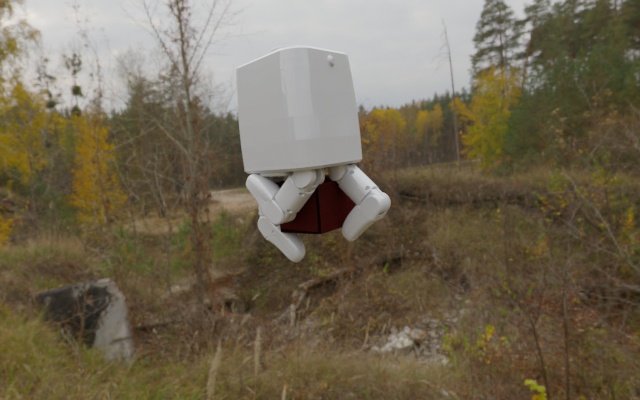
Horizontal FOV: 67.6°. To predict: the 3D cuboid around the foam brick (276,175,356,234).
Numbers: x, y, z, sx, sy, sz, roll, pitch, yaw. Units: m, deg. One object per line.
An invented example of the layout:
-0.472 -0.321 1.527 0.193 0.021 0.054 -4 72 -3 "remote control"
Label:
0.000 0.002 0.491 0.053 0.051 0.078 0 8 35 "foam brick"
